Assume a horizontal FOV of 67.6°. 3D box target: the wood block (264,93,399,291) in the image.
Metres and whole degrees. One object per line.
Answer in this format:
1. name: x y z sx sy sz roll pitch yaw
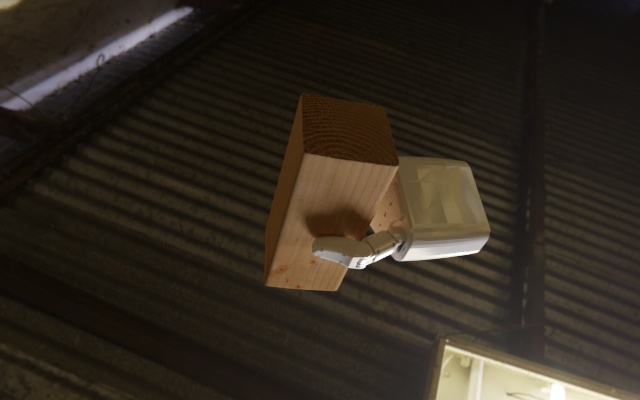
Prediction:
1. wood block: 0.000 0.002 0.513 0.090 0.090 0.206 7 -45 -13
